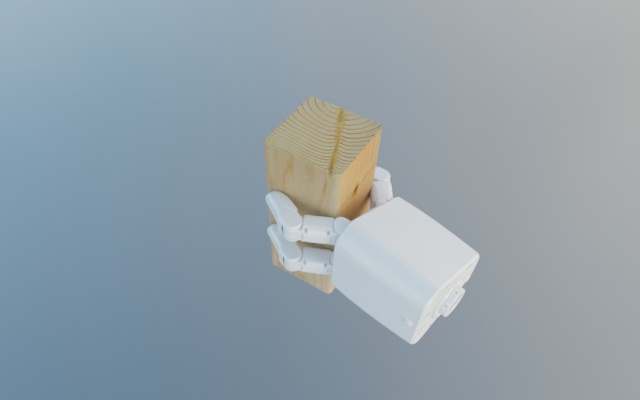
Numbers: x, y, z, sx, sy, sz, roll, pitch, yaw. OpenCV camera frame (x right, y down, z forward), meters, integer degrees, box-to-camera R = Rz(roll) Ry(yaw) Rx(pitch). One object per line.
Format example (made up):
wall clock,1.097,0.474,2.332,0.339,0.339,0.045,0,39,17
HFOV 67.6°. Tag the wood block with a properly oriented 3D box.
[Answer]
wood block,0.001,0.002,0.547,0.090,0.206,0.090,26,51,19
